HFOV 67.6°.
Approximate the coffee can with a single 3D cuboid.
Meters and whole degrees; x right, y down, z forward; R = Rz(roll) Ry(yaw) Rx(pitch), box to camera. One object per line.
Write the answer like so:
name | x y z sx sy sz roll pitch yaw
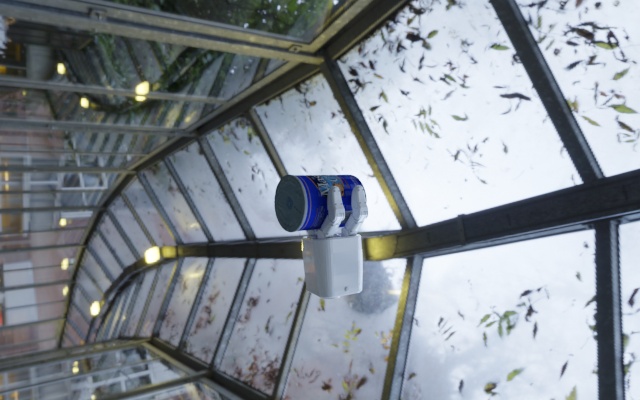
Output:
coffee can | 0.000 0.003 0.884 0.140 0.103 0.103 -3 1 -35
